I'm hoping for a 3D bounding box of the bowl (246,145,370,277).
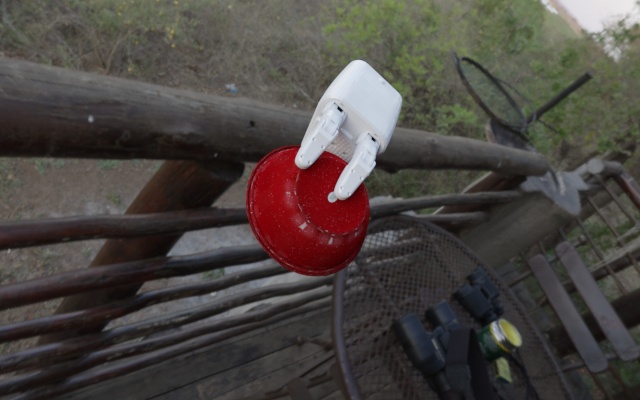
[{"bbox_3d":[0.000,0.003,0.542,0.162,0.162,0.055,0,-18,-31],"label":"bowl"}]
